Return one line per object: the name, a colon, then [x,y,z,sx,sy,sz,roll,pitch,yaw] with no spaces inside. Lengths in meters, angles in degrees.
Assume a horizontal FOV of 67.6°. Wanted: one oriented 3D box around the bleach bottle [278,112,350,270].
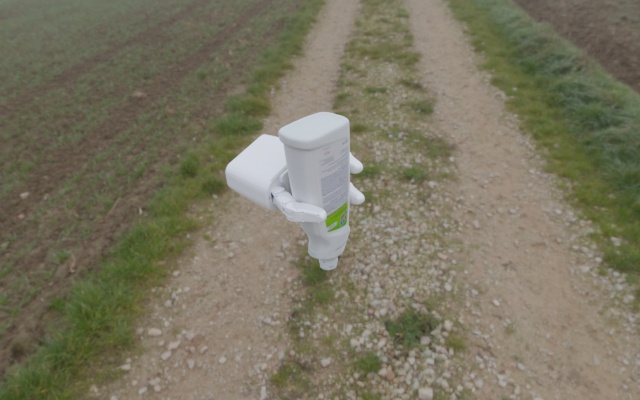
bleach bottle: [0.000,0.002,0.715,0.068,0.251,0.102,24,41,38]
